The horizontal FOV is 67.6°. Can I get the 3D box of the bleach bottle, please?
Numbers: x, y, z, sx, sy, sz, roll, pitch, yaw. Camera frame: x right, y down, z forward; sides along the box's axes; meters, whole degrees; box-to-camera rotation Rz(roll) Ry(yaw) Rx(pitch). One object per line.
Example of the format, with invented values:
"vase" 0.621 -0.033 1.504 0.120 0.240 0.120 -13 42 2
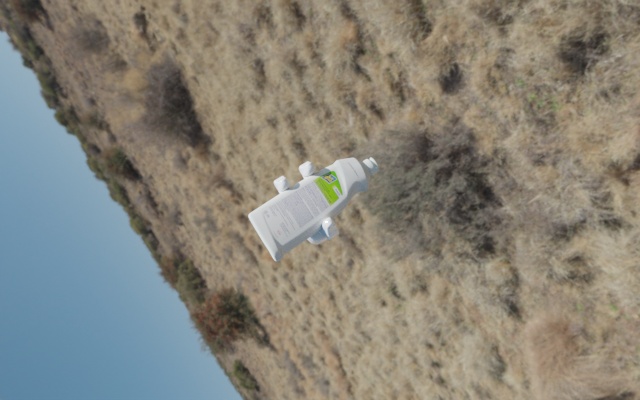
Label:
"bleach bottle" 0.000 0.003 0.870 0.251 0.102 0.068 -31 -8 -10
